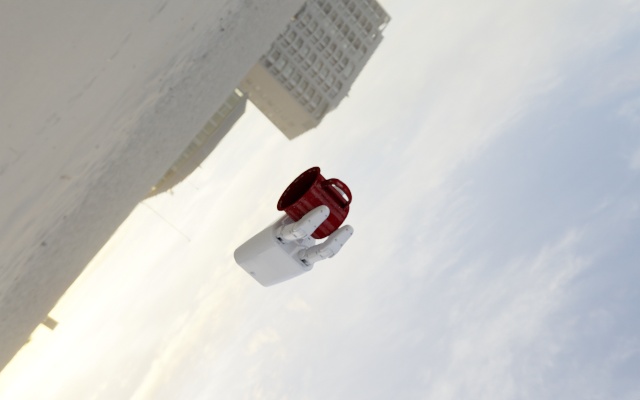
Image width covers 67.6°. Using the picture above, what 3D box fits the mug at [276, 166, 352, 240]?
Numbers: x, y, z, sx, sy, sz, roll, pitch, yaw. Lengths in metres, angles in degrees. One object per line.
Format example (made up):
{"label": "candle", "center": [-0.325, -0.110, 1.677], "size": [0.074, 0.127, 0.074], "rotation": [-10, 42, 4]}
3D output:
{"label": "mug", "center": [0.001, 0.002, 0.740], "size": [0.117, 0.081, 0.093], "rotation": [-29, 27, 37]}
